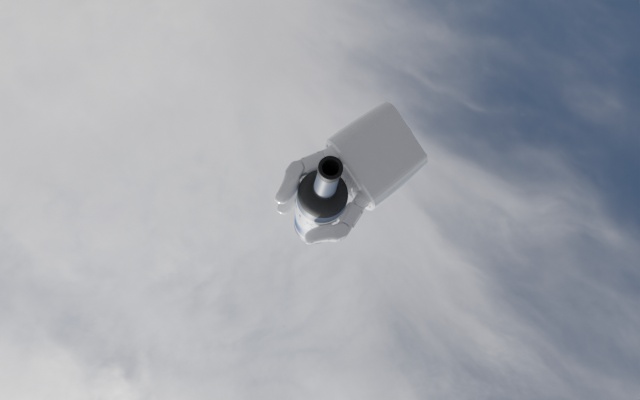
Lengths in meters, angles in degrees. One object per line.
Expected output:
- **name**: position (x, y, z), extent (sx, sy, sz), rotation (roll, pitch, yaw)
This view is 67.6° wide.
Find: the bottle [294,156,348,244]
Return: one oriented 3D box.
- **bottle**: position (0.000, 0.002, 0.652), extent (0.069, 0.069, 0.296), rotation (0, -15, -4)
